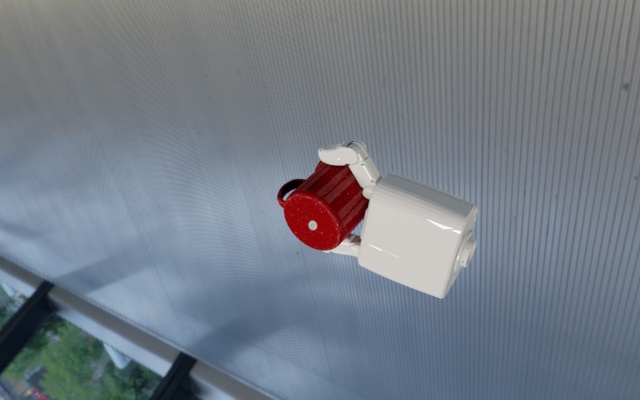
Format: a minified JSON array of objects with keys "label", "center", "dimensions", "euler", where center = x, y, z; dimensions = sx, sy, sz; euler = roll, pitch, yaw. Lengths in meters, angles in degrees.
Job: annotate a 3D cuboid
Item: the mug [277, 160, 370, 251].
[{"label":"mug","center":[-0.001,0.001,0.572],"dimensions":[0.117,0.093,0.081],"euler":[20,43,26]}]
